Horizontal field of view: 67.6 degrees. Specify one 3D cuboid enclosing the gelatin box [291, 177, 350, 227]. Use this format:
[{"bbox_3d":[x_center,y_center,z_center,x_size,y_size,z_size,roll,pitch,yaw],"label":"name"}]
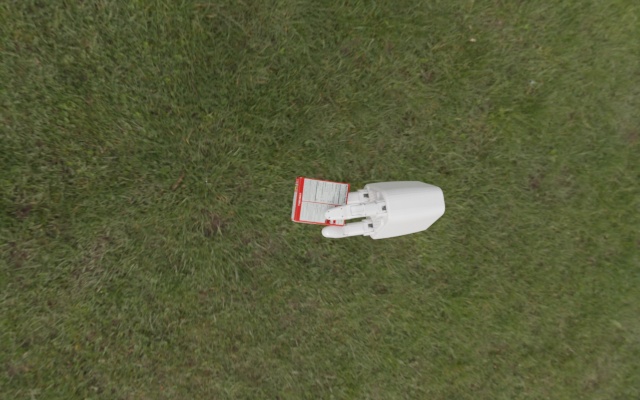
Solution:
[{"bbox_3d":[0.000,0.003,0.794,0.089,0.073,0.030,7,0,-18],"label":"gelatin box"}]
